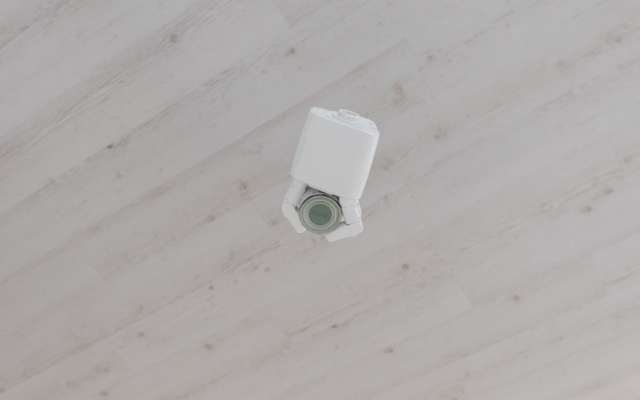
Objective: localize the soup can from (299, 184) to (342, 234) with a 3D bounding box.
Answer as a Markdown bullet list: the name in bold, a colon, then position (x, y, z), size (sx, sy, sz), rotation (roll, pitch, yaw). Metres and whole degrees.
- **soup can**: position (0.000, 0.003, 0.767), size (0.068, 0.068, 0.102), rotation (0, 23, 0)
